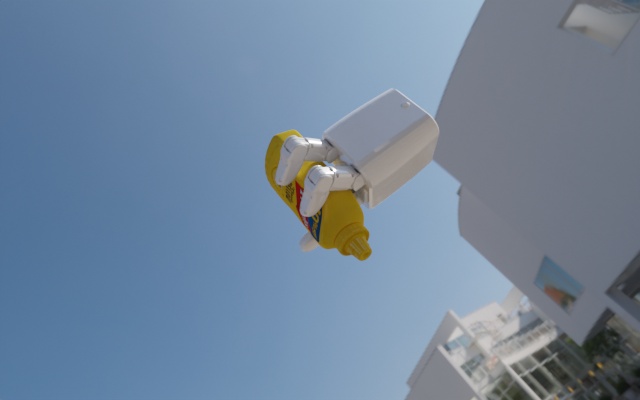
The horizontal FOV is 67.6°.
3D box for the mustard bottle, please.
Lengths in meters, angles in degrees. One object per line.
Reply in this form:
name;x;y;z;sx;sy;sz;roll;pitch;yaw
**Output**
mustard bottle;0.000;0.002;0.580;0.058;0.096;0.191;-20;49;-27
